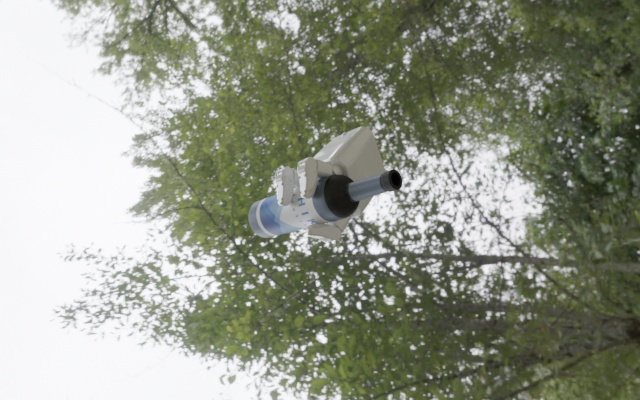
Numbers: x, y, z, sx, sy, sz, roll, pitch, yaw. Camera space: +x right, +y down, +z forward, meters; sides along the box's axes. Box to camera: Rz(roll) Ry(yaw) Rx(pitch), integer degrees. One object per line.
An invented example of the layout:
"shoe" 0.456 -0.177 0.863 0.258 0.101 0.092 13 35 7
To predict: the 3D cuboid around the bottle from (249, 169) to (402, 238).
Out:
"bottle" 0.000 0.002 0.722 0.069 0.069 0.296 0 -12 -42
